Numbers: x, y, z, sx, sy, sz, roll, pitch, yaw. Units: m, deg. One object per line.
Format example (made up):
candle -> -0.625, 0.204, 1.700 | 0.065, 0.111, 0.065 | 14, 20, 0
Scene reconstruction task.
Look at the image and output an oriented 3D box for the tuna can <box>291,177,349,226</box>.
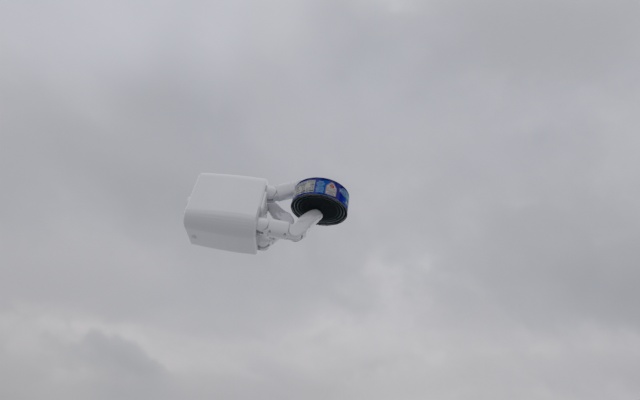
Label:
tuna can -> 0.000, 0.002, 0.717 | 0.086, 0.033, 0.086 | 8, -32, 5
